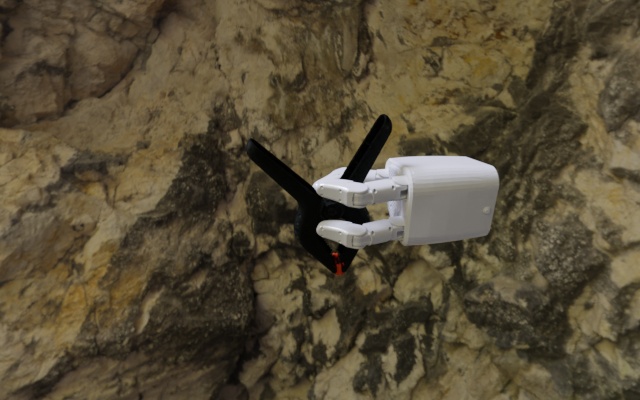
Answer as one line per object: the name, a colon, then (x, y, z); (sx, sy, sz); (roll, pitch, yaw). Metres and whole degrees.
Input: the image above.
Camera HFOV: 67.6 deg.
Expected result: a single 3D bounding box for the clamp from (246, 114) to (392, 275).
clamp: (0.000, 0.002, 0.575); (0.164, 0.210, 0.036); (-4, 30, -7)
